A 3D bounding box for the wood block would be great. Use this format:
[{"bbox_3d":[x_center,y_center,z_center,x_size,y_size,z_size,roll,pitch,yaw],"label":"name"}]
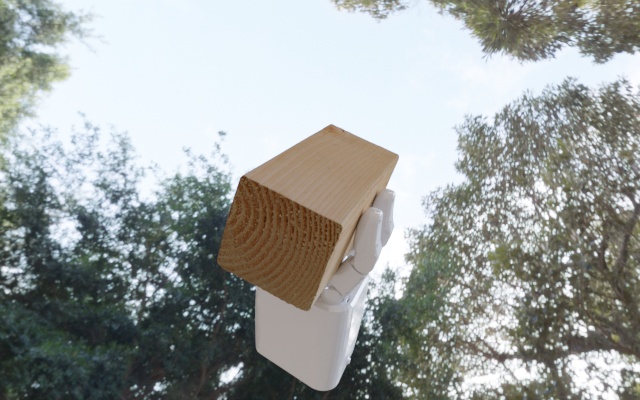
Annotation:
[{"bbox_3d":[0.000,0.002,0.463,0.091,0.090,0.206,25,27,11],"label":"wood block"}]
